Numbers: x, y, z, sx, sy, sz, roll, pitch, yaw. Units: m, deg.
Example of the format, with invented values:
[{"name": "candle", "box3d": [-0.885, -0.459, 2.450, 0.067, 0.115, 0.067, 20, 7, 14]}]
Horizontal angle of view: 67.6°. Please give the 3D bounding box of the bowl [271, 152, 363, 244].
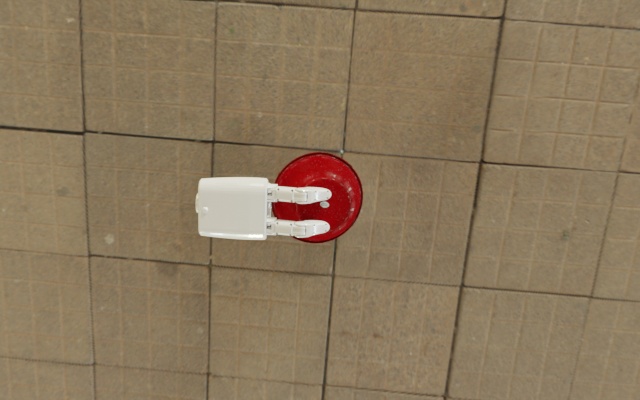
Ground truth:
[{"name": "bowl", "box3d": [0.001, 0.002, 0.798, 0.162, 0.162, 0.055, 0, 13, -11]}]
